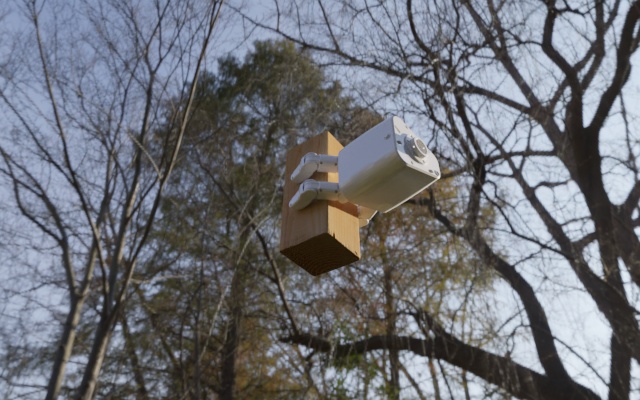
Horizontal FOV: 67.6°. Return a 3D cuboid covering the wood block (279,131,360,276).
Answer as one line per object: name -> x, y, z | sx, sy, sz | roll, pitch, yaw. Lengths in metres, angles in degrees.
wood block -> 0.001, 0.002, 0.765 | 0.090, 0.206, 0.091 | -25, -46, 28
